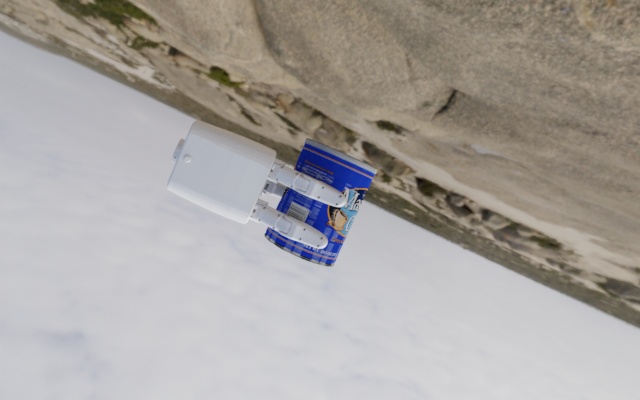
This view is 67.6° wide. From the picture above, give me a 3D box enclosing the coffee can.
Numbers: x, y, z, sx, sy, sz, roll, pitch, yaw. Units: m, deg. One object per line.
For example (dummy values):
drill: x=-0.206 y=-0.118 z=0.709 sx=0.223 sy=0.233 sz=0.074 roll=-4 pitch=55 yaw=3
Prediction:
coffee can: x=0.000 y=0.002 z=0.633 sx=0.103 sy=0.140 sz=0.103 roll=24 pitch=4 yaw=-2
